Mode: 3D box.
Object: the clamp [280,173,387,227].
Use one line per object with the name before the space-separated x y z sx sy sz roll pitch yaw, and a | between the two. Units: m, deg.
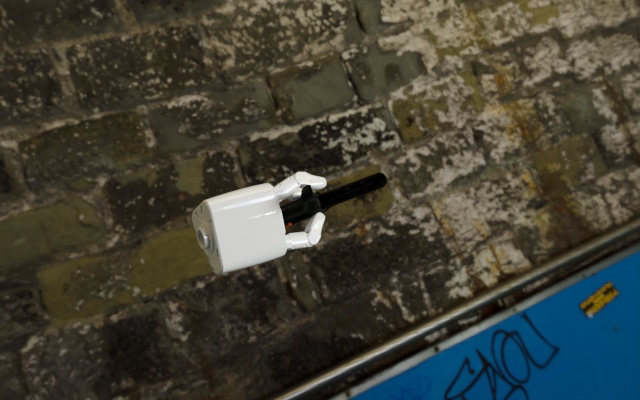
clamp | 0.000 0.004 0.792 0.164 0.036 0.210 -11 -10 -32
